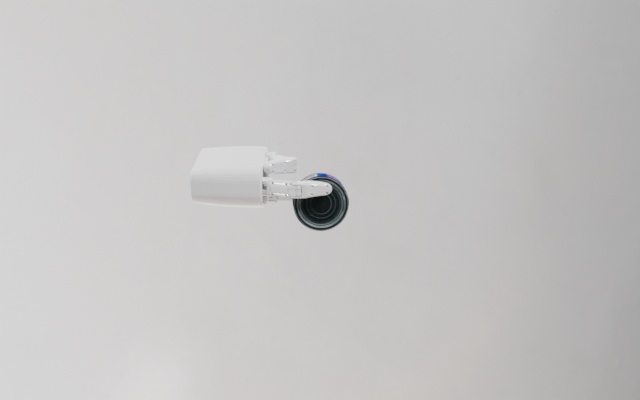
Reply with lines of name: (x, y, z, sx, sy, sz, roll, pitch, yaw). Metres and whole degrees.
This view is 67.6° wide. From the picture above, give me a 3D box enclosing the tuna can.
tuna can: (0.000, 0.002, 0.727, 0.086, 0.086, 0.033, 0, 11, -4)
